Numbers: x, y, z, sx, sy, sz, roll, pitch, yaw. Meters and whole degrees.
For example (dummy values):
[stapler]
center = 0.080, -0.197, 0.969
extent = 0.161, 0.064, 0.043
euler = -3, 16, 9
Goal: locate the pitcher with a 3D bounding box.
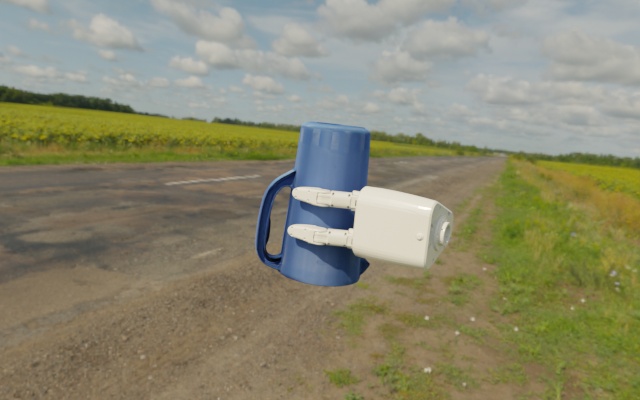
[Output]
[pitcher]
center = 0.000, 0.002, 0.744
extent = 0.145, 0.243, 0.149
euler = 11, 9, 31
